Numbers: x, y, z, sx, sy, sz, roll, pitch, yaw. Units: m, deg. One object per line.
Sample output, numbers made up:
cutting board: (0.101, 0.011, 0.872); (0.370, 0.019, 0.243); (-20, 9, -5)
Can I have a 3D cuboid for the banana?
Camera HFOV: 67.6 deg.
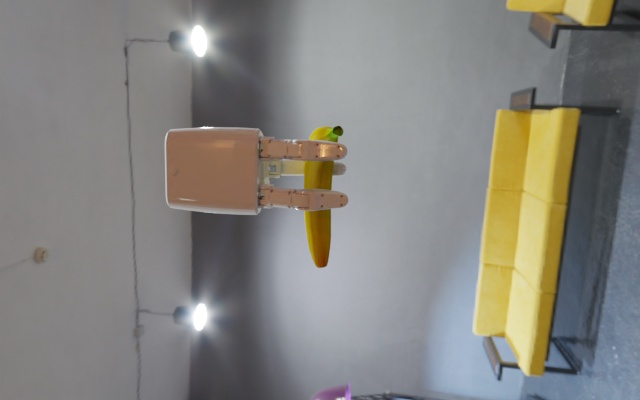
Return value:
banana: (-0.002, -0.011, 0.589); (0.037, 0.198, 0.069); (0, 32, -7)
